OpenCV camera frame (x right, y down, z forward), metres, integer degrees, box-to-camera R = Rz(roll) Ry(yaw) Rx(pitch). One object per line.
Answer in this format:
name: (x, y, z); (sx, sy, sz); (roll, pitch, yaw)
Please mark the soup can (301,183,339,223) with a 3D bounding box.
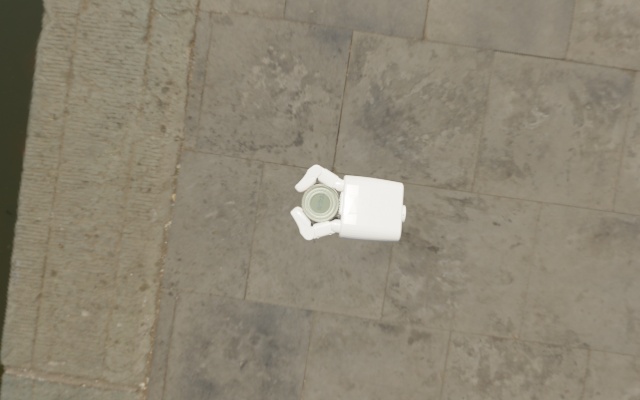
soup can: (0.000, 0.003, 0.872); (0.068, 0.068, 0.102); (0, 3, 0)
